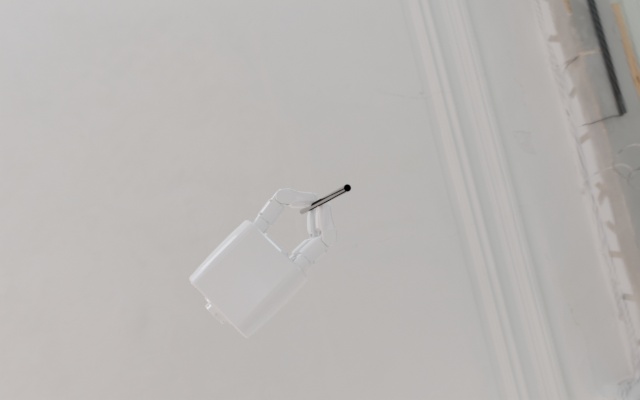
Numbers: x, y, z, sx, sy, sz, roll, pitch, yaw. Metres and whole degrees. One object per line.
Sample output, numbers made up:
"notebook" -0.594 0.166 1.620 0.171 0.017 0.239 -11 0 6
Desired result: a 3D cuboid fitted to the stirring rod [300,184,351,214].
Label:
"stirring rod" 0.000 0.002 0.609 0.011 0.011 0.239 0 -7 -13
